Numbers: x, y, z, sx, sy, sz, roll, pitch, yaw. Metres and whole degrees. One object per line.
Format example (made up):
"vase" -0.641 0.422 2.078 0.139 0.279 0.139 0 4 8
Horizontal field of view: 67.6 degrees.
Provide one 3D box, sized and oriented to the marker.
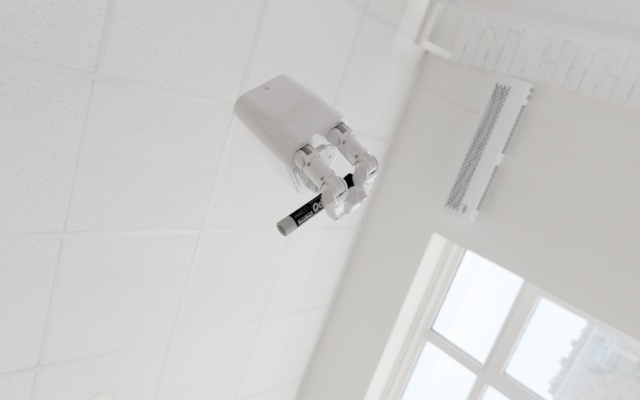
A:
"marker" 0.000 0.002 0.559 0.121 0.020 0.020 -35 18 -27
